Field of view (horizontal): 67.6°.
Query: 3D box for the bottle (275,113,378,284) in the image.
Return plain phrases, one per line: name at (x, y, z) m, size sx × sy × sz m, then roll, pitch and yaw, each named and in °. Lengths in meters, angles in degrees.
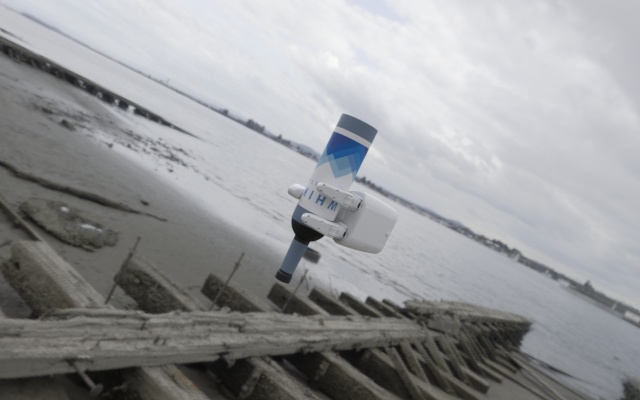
bottle at (0.000, 0.002, 0.796) m, size 0.069 × 0.296 × 0.069 m, roll 26°, pitch 4°, yaw -2°
